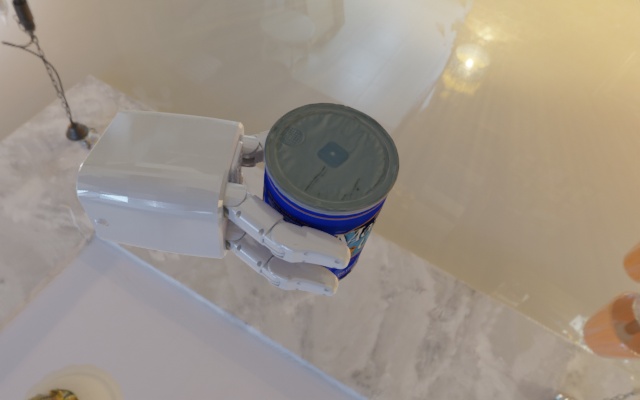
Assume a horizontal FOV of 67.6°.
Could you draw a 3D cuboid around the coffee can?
[{"bbox_3d":[0.000,0.001,0.415,0.103,0.102,0.140,0,-32,-9],"label":"coffee can"}]
